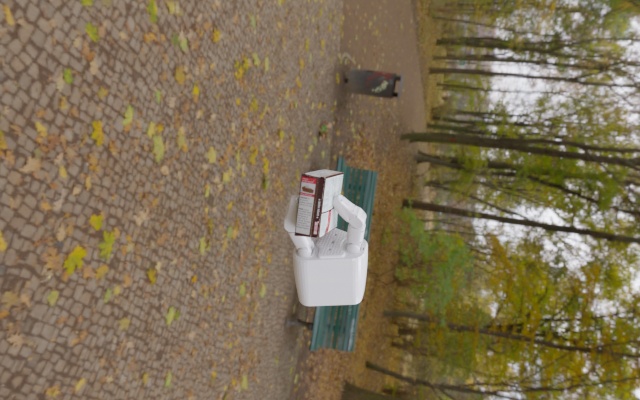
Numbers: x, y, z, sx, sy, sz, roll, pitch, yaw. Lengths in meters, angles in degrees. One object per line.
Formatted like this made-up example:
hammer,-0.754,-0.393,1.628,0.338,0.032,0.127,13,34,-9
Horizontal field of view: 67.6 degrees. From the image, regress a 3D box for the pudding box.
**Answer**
pudding box,0.000,0.002,0.704,0.039,0.090,0.113,8,8,13
